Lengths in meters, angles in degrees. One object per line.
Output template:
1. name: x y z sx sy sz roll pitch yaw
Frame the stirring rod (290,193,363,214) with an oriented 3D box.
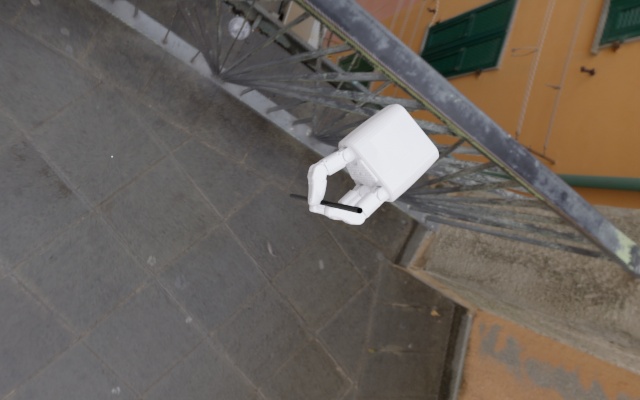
1. stirring rod: 0.000 0.002 0.689 0.011 0.011 0.239 0 5 -24
